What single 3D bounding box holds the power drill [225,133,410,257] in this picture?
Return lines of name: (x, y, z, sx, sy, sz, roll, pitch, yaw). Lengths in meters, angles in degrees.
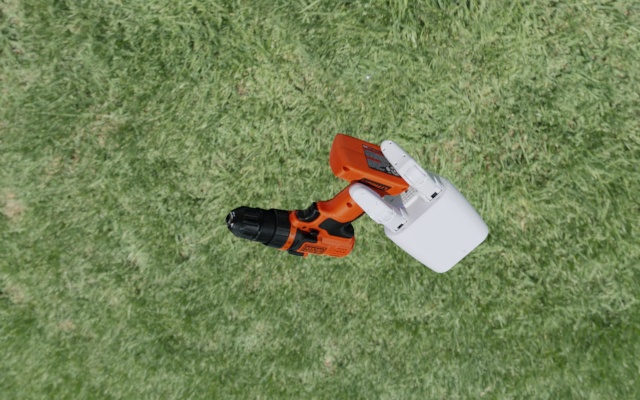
power drill: (0.001, 0.002, 0.582, 0.184, 0.057, 0.188, 12, -40, -33)
